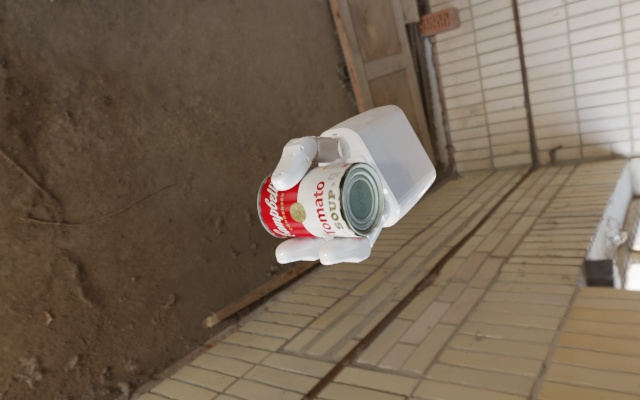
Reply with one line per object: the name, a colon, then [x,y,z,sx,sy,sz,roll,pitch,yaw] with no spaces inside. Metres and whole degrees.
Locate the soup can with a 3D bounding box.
soup can: [0.000,0.002,0.448,0.102,0.068,0.068,-3,-2,40]
